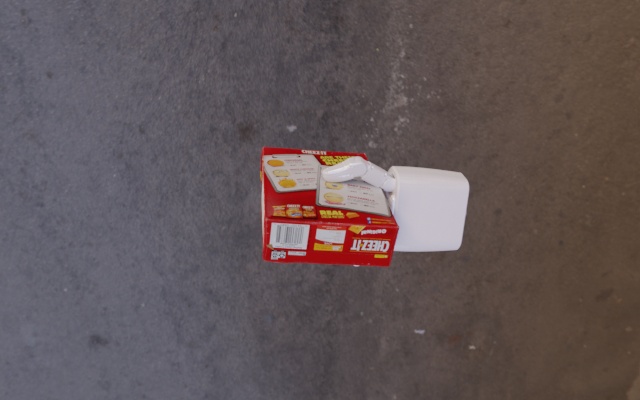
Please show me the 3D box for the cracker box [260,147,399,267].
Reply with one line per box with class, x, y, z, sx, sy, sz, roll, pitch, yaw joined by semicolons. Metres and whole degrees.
cracker box;0.000;0.002;0.664;0.164;0.072;0.213;3;29;-10
